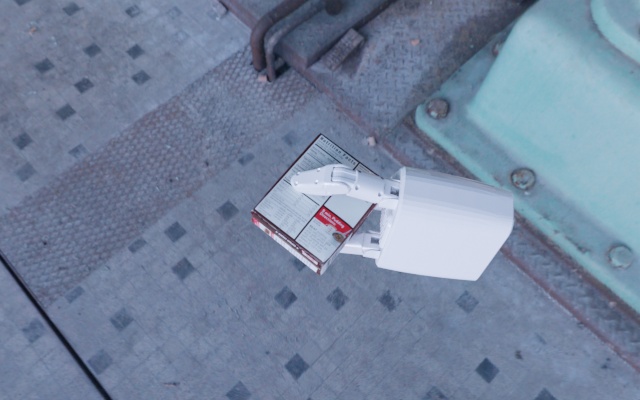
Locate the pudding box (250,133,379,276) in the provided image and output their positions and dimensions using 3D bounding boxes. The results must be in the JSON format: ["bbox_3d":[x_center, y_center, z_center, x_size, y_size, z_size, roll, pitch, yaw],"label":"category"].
[{"bbox_3d":[0.000,0.002,0.473,0.090,0.113,0.039,37,-22,9],"label":"pudding box"}]
